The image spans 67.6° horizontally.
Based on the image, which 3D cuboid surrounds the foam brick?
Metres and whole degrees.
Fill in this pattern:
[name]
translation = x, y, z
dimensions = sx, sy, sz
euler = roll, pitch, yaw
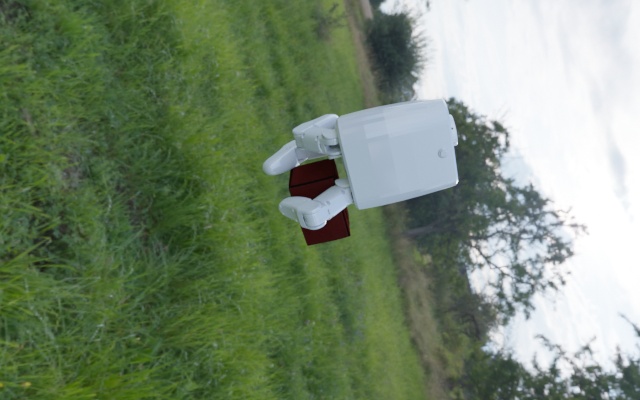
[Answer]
[foam brick]
translation = 0.000, 0.002, 0.532
dimensions = 0.051, 0.078, 0.053
euler = -13, 28, 6
